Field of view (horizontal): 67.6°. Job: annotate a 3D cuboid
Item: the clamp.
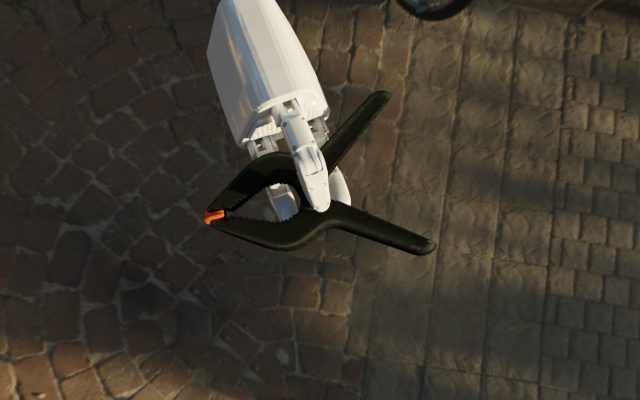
[{"bbox_3d":[0.000,0.001,0.447,0.210,0.164,0.036,-21,-9,-7],"label":"clamp"}]
